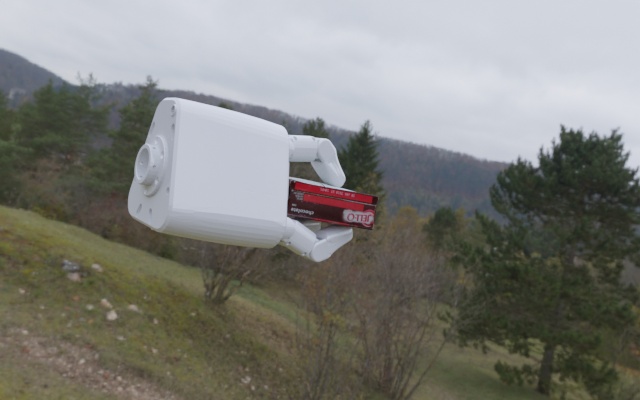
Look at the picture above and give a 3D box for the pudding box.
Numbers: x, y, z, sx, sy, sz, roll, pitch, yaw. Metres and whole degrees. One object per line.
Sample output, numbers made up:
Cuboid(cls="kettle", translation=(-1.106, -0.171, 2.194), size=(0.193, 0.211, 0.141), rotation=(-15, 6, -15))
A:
Cuboid(cls="pudding box", translation=(0.000, 0.001, 0.500), size=(0.090, 0.039, 0.113), rotation=(11, 3, -12))
